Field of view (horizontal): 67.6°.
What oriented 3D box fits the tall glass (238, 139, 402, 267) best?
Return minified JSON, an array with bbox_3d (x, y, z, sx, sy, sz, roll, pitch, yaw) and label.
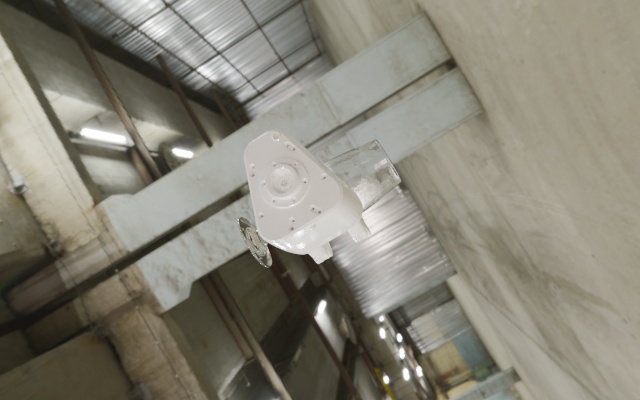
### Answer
[{"bbox_3d":[0.000,0.002,0.600,0.201,0.079,0.079,-31,-4,6],"label":"tall glass"}]
